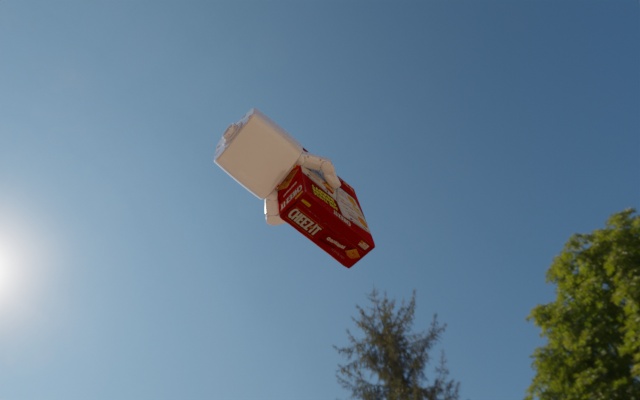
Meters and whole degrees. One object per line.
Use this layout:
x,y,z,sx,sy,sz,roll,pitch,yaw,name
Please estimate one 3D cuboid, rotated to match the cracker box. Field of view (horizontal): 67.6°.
0.000,0.003,0.861,0.164,0.072,0.213,38,18,-23,cracker box
